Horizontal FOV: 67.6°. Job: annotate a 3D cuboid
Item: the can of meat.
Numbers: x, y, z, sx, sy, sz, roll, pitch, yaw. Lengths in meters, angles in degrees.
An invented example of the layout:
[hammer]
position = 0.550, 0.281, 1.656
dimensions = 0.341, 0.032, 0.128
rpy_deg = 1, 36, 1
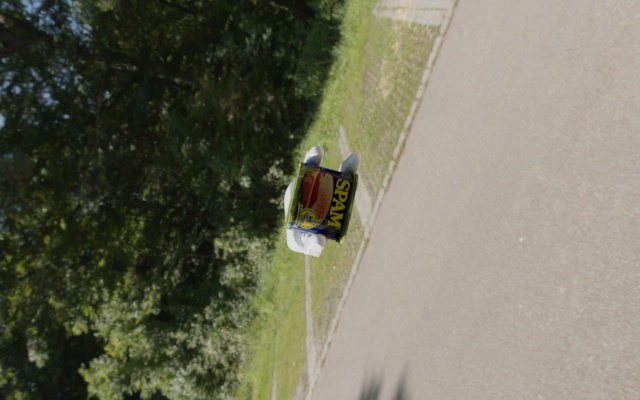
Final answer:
[can of meat]
position = 0.000, 0.002, 0.677
dimensions = 0.084, 0.102, 0.057
rpy_deg = 14, -8, -7
